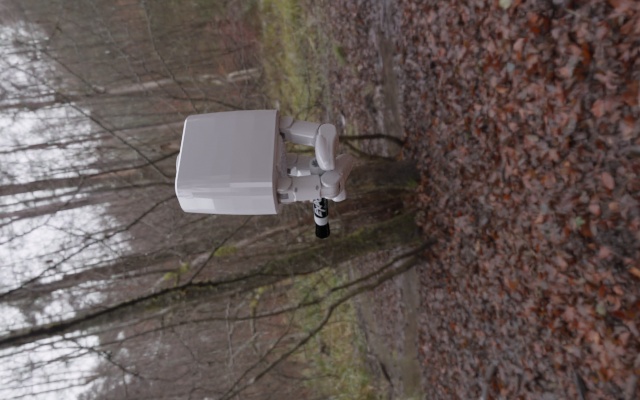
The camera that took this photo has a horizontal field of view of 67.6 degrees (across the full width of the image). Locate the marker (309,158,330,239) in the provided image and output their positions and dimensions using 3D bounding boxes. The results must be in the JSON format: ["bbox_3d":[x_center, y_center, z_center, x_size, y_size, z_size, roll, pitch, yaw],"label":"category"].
[{"bbox_3d":[0.000,0.002,0.552,0.020,0.020,0.121,0,-44,4],"label":"marker"}]
